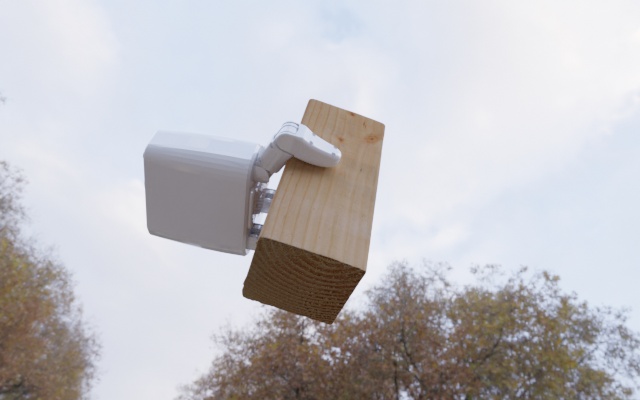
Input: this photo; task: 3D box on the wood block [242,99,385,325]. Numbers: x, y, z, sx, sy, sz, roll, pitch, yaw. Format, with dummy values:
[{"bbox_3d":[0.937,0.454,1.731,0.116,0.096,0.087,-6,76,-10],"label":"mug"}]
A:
[{"bbox_3d":[0.000,0.001,0.471,0.090,0.206,0.091,19,-46,-5],"label":"wood block"}]
